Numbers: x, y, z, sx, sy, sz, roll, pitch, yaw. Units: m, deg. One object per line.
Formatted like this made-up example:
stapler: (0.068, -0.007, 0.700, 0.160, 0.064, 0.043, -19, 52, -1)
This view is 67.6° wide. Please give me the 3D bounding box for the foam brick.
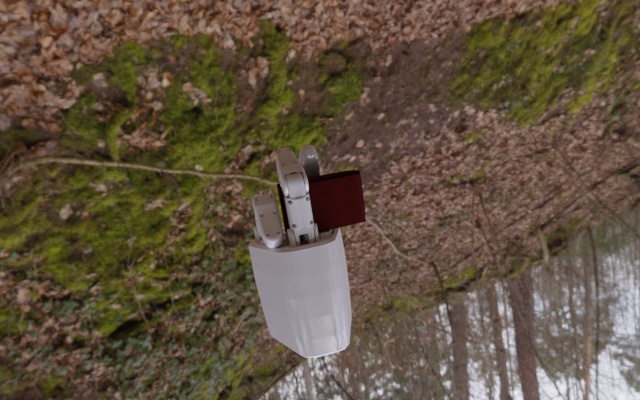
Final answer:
foam brick: (0.000, 0.001, 0.479, 0.078, 0.051, 0.053, -12, 5, -10)
